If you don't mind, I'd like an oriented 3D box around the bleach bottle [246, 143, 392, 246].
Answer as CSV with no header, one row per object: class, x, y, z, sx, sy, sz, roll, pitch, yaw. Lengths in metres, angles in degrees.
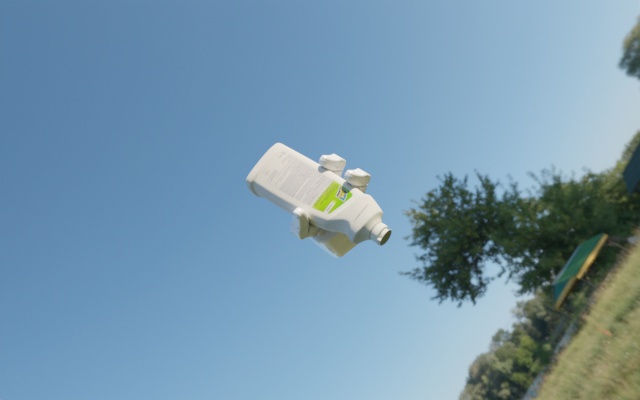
bleach bottle,0.000,0.002,0.773,0.250,0.102,0.068,33,-10,28
